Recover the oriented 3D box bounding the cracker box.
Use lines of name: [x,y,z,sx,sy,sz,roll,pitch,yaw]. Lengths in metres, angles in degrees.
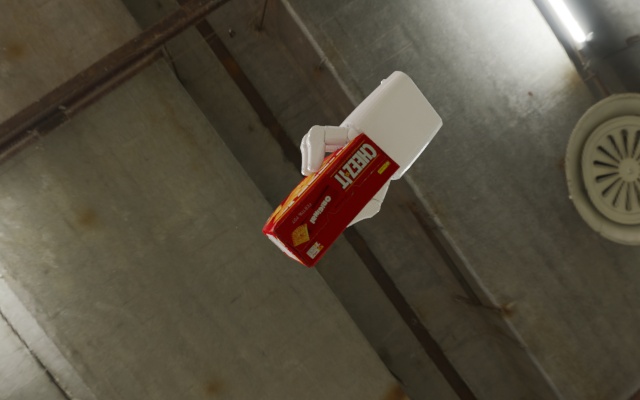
cracker box: [0.000,0.002,0.655,0.072,0.164,0.214,42,-9,-5]
